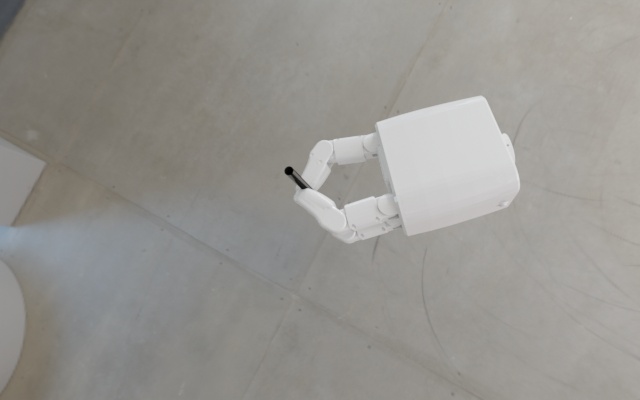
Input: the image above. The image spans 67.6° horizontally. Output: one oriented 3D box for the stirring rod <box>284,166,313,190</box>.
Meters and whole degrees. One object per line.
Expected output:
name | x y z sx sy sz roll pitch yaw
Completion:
stirring rod | 0.000 0.002 0.515 0.011 0.011 0.239 0 -13 13
